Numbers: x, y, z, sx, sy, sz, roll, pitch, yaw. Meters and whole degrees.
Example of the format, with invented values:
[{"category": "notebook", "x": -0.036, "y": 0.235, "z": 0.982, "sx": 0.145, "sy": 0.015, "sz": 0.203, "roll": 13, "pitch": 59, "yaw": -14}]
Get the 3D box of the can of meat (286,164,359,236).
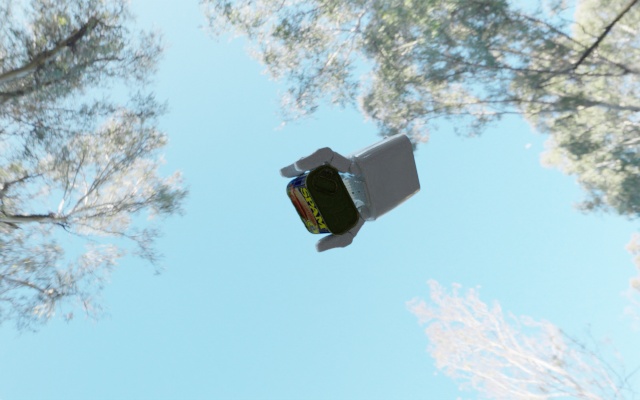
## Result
[{"category": "can of meat", "x": 0.000, "y": 0.003, "z": 0.721, "sx": 0.057, "sy": 0.102, "sz": 0.084, "roll": -32, "pitch": 9, "yaw": -25}]
